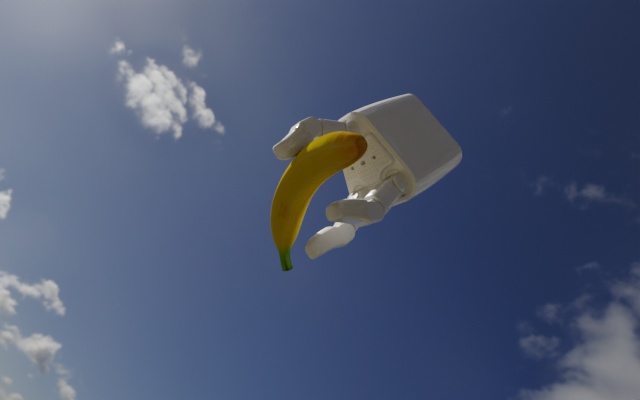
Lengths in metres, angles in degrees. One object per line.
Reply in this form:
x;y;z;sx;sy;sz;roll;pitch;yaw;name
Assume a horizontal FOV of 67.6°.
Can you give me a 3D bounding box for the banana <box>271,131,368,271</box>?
-0.012;-0.010;0.470;0.037;0.069;0.198;-19;-28;-37;banana
